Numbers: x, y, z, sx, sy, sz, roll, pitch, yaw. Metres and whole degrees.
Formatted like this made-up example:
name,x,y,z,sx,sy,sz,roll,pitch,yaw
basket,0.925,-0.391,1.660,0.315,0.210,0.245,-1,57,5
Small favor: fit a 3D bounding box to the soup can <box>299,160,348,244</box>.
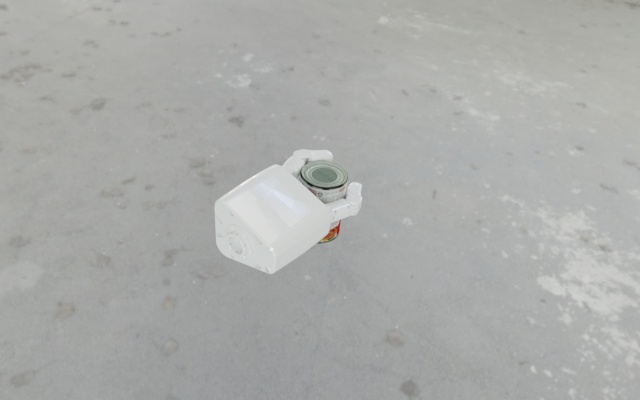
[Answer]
name,x,y,z,sx,sy,sz,roll,pitch,yaw
soup can,0.001,0.002,0.686,0.068,0.102,0.068,5,38,-4
